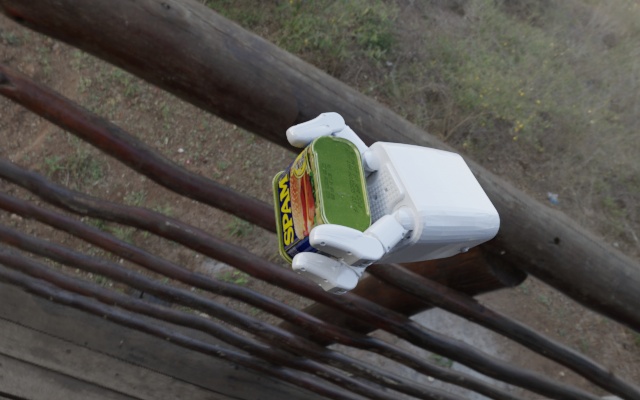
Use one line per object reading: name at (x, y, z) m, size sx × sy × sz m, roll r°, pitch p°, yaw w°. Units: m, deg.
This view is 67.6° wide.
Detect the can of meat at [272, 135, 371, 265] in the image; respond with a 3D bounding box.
can of meat at (0.000, 0.001, 0.445) m, size 0.057 × 0.102 × 0.084 m, roll 5°, pitch -26°, yaw -29°
